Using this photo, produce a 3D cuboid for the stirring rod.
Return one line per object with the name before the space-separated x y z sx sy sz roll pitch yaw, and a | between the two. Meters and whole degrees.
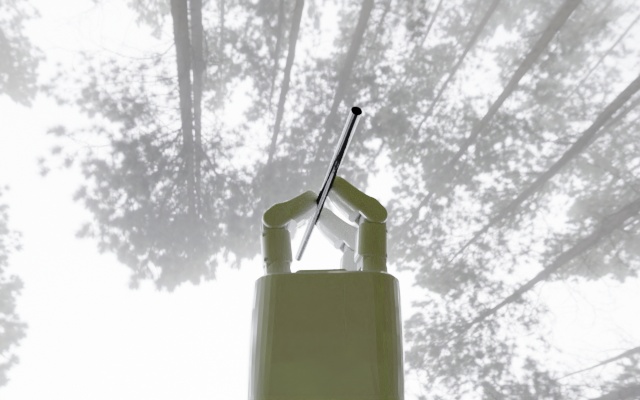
stirring rod | 0.000 0.001 0.420 0.011 0.011 0.240 0 -31 -13
